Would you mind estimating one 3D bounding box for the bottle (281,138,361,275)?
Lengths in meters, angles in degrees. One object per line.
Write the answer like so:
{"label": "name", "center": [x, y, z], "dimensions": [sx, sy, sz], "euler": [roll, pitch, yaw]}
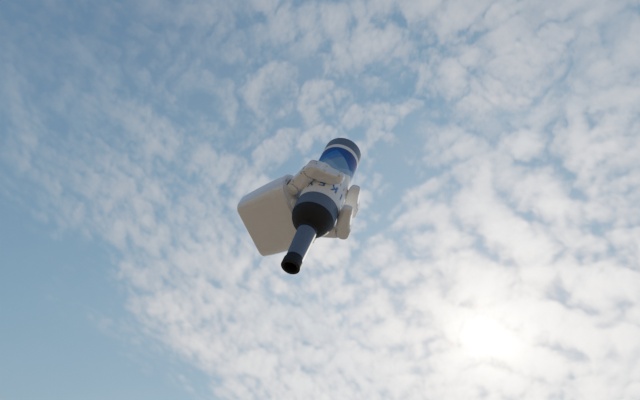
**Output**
{"label": "bottle", "center": [0.000, 0.002, 0.742], "dimensions": [0.069, 0.069, 0.295], "euler": [0, 36, 20]}
